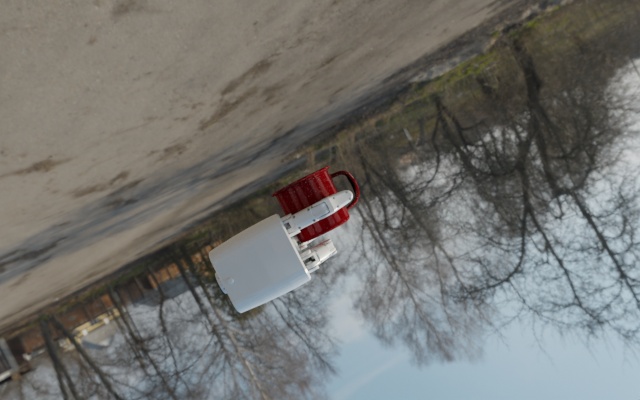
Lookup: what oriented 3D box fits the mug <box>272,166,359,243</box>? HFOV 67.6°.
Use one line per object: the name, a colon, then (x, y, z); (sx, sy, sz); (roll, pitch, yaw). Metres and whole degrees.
mug: (0.001, 0.002, 0.683); (0.117, 0.081, 0.093); (-27, 1, -4)
